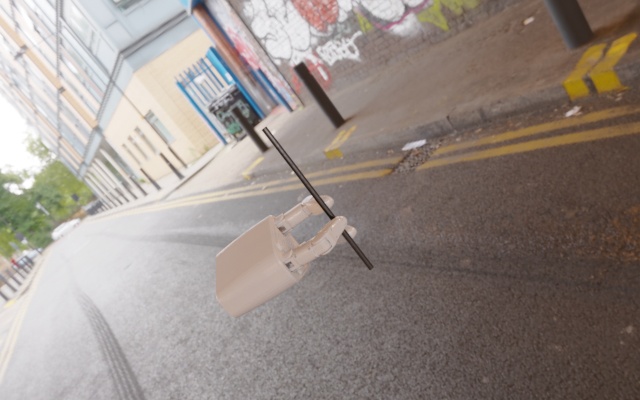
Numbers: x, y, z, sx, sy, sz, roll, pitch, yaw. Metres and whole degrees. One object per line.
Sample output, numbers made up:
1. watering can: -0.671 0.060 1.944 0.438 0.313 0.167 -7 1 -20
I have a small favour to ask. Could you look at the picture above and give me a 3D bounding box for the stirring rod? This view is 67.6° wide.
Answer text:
1. stirring rod: 0.000 0.002 0.626 0.011 0.239 0.011 -34 17 12
